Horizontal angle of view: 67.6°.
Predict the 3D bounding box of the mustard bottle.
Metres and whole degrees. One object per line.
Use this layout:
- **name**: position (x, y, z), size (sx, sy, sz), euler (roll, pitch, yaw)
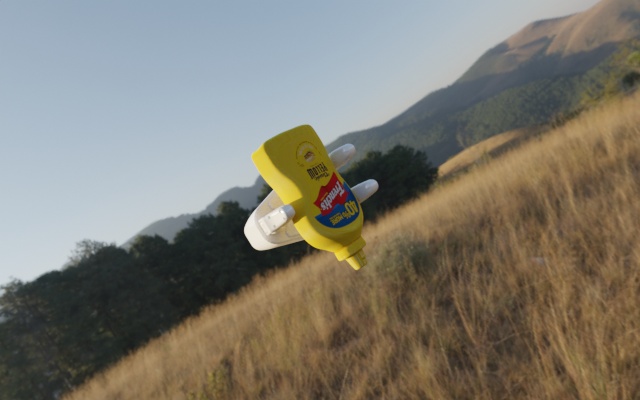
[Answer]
- **mustard bottle**: position (0.000, 0.002, 0.598), size (0.058, 0.191, 0.096), euler (-33, -2, 44)
